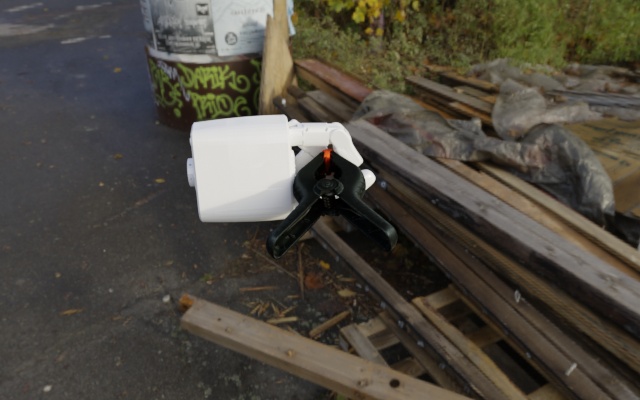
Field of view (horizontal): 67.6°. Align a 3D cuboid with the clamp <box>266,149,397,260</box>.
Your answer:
[{"bbox_3d":[0.000,0.001,0.494,0.120,0.039,0.171,-4,32,-8],"label":"clamp"}]
